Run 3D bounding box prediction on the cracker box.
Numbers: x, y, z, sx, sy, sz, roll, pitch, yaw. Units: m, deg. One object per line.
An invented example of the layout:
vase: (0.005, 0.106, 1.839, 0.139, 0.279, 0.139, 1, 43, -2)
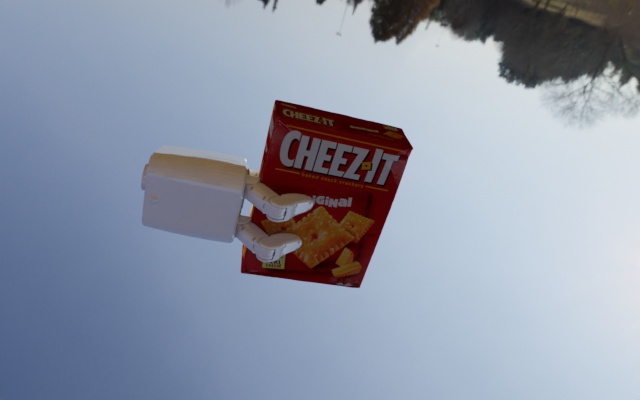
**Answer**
cracker box: (0.000, 0.002, 0.596, 0.164, 0.214, 0.072, 10, 28, -12)
